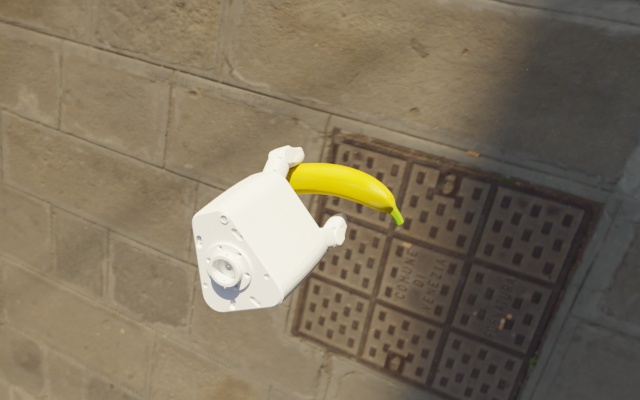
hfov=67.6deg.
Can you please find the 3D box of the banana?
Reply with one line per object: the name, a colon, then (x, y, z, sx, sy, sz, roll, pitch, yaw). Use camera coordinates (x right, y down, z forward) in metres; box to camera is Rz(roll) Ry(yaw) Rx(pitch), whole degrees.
banana: (0.004, -0.014, 0.581, 0.198, 0.070, 0.037, 12, 30, 16)
